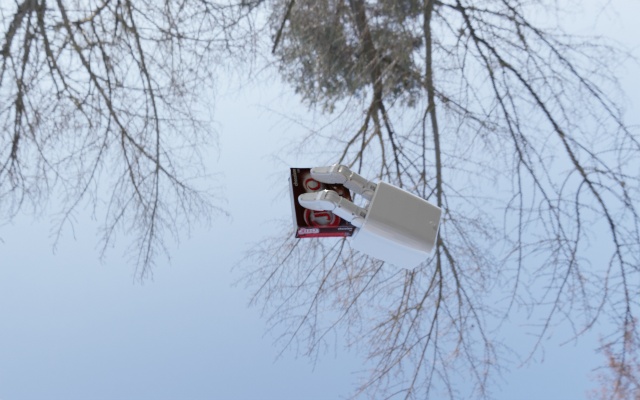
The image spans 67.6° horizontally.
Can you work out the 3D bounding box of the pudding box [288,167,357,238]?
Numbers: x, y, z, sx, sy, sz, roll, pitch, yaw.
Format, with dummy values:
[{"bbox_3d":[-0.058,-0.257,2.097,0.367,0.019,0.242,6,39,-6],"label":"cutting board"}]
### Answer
[{"bbox_3d":[0.000,0.002,0.732,0.090,0.113,0.039,0,-37,-14],"label":"pudding box"}]
